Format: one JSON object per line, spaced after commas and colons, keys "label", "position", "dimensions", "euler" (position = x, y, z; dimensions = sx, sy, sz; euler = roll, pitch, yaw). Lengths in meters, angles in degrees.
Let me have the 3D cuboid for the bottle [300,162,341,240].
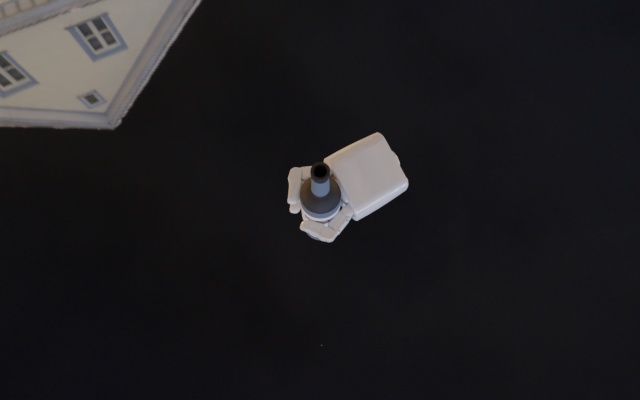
{"label": "bottle", "position": [0.000, 0.003, 0.790], "dimensions": [0.069, 0.069, 0.296], "euler": [0, -17, 0]}
